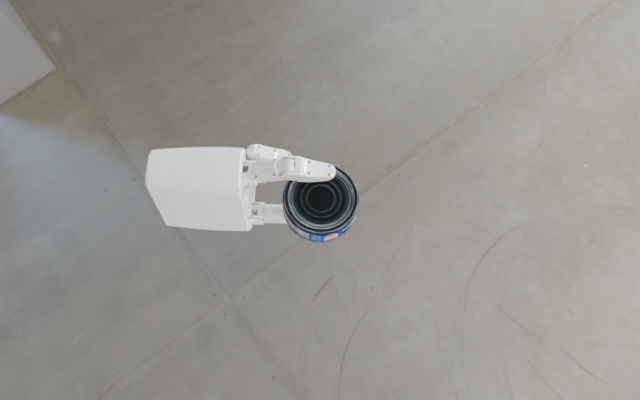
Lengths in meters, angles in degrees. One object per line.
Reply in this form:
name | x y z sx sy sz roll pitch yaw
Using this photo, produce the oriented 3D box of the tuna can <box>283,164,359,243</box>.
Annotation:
tuna can | 0.000 0.002 0.536 0.086 0.086 0.034 0 -19 -3
